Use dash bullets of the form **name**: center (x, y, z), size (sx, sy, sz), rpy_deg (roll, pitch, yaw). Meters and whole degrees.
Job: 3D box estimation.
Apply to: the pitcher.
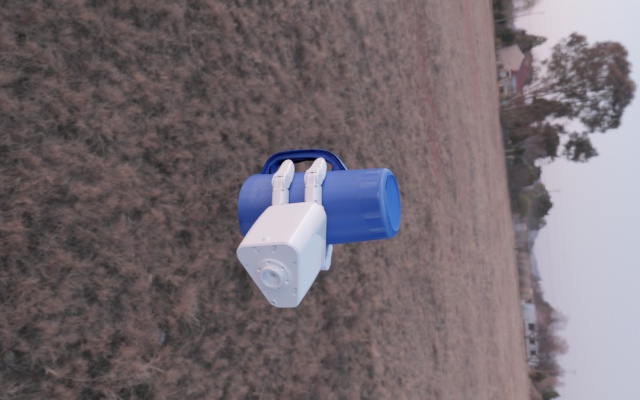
- **pitcher**: center (0.000, 0.003, 0.772), size (0.243, 0.149, 0.145), rpy_deg (-5, 25, 22)
